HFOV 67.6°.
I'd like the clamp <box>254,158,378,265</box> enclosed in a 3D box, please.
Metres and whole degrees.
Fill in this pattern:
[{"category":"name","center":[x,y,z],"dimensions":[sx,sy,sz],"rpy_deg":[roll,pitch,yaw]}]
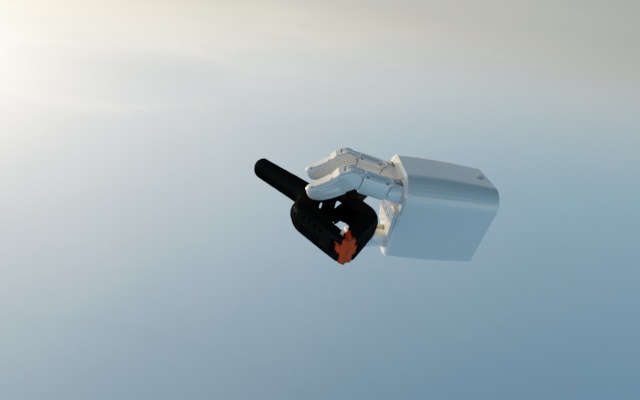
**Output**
[{"category":"clamp","center":[0.000,0.003,0.540],"dimensions":[0.164,0.036,0.210],"rpy_deg":[7,25,-5]}]
